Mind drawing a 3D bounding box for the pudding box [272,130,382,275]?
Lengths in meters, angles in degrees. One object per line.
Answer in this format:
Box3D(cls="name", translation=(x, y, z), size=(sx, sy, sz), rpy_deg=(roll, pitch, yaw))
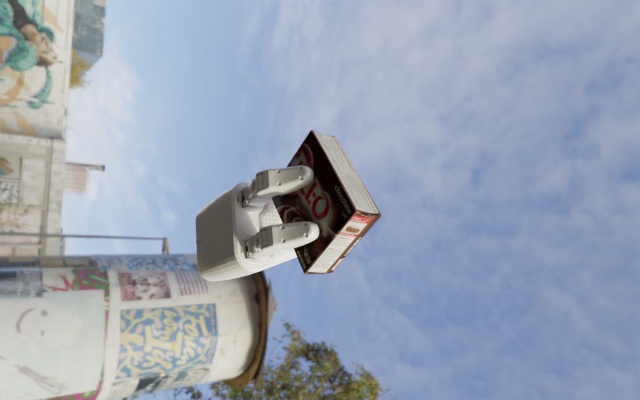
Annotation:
Box3D(cls="pudding box", translation=(0.000, 0.002, 0.467), size=(0.039, 0.113, 0.090), rpy_deg=(5, -47, -39))
